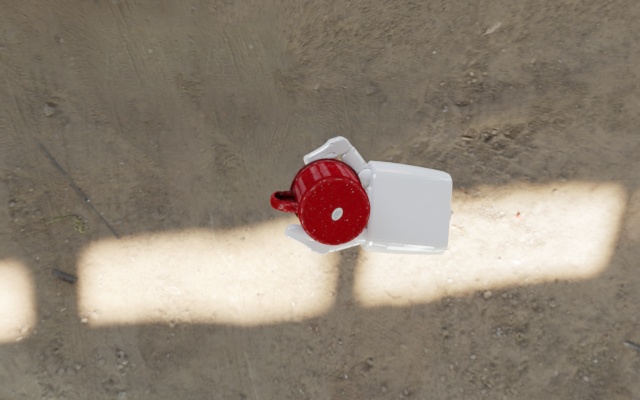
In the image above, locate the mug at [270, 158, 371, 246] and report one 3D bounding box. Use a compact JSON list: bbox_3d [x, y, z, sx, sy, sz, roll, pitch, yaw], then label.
[{"bbox_3d":[-0.001,0.002,0.559,0.117,0.093,0.081,4,14,-8],"label":"mug"}]
